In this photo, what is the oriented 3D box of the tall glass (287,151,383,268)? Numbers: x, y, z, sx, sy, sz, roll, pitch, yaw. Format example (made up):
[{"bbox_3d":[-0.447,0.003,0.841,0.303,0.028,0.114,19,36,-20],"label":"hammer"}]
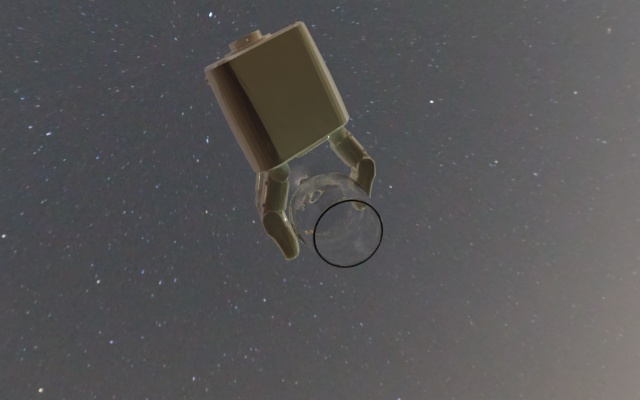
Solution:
[{"bbox_3d":[0.000,0.002,0.492,0.079,0.079,0.201,0,16,-15],"label":"tall glass"}]
